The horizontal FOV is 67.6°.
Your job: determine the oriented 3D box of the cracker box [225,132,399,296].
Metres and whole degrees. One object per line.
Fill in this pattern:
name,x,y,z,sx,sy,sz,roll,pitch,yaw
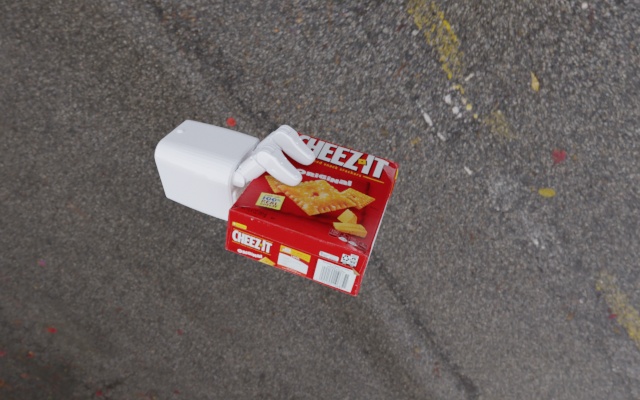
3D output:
cracker box,0.000,0.002,0.609,0.164,0.072,0.213,19,37,8
